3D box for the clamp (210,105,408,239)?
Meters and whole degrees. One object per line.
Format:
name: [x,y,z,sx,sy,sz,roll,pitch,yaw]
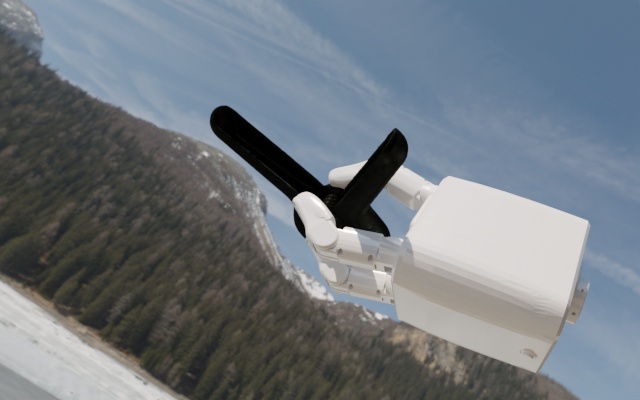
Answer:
clamp: [0.001,0.001,0.411,0.164,0.036,0.210,18,-30,24]
